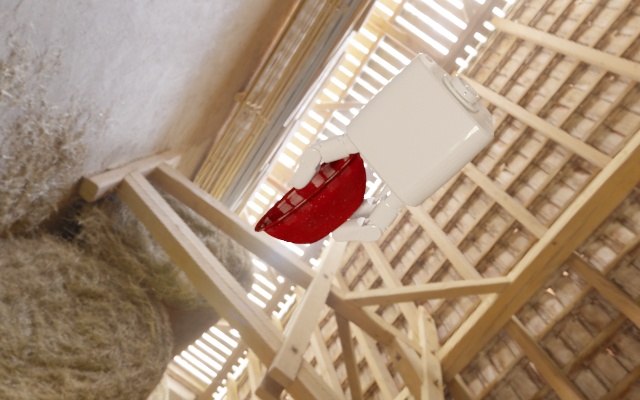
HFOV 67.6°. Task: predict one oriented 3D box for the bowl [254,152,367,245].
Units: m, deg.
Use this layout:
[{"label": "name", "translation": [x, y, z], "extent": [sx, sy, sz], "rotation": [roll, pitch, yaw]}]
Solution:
[{"label": "bowl", "translation": [0.000, 0.003, 0.565], "extent": [0.162, 0.055, 0.162], "rotation": [-38, 10, 8]}]
